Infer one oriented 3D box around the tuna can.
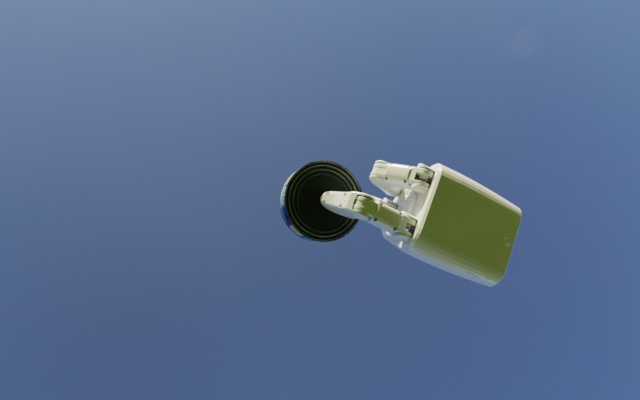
[{"bbox_3d":[0.000,0.002,0.513,0.086,0.086,0.034,0,-5,-16],"label":"tuna can"}]
